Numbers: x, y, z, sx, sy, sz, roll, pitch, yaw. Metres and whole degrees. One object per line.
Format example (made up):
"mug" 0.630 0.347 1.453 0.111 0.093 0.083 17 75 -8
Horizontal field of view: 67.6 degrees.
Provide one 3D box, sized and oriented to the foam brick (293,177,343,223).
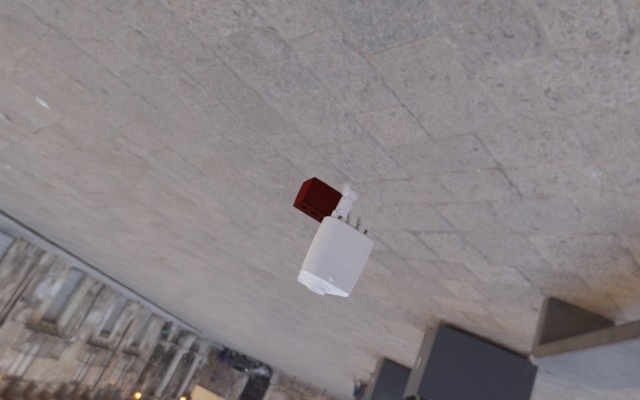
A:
"foam brick" 0.000 0.003 0.846 0.078 0.051 0.053 32 -21 -15
